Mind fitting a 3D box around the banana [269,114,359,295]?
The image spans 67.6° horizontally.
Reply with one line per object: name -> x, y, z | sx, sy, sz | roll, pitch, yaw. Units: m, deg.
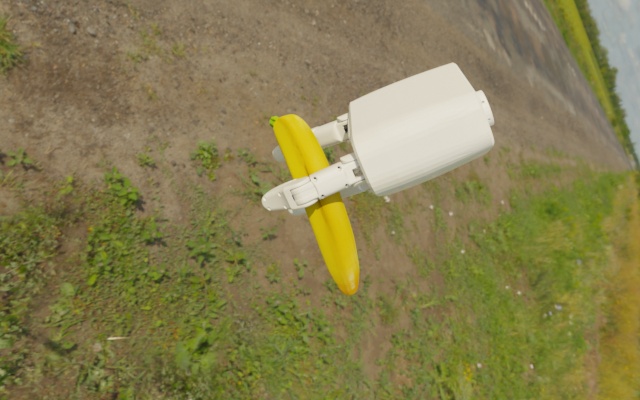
banana -> -0.001, -0.004, 0.453 | 0.037, 0.197, 0.069 | -22, -8, -3
